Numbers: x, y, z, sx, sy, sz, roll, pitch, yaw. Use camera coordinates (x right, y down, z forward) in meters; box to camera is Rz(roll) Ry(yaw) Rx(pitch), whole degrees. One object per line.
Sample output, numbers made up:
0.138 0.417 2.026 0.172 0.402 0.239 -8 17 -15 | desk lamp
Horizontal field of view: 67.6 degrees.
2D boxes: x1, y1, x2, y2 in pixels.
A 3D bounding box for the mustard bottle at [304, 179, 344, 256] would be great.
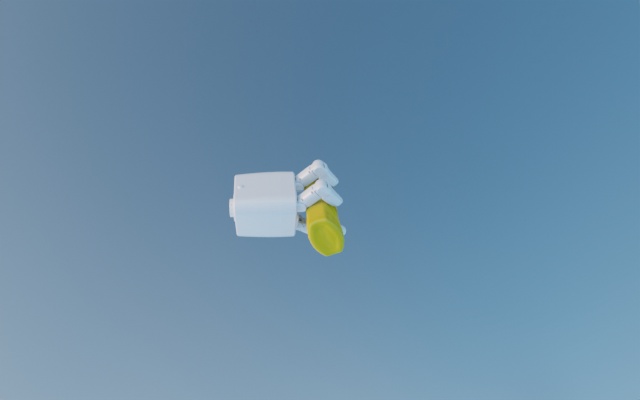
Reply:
0.001 0.003 0.876 0.058 0.096 0.191 -20 41 10 | mustard bottle
